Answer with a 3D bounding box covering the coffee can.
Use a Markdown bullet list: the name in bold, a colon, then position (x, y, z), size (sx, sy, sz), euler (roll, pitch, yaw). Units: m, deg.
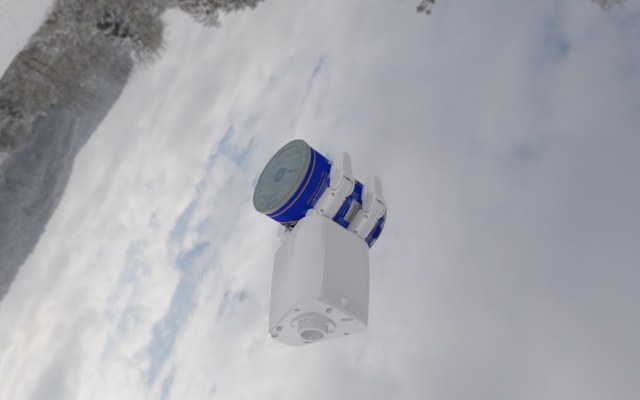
- **coffee can**: position (0.000, 0.002, 0.611), size (0.140, 0.102, 0.103), euler (33, -18, -30)
